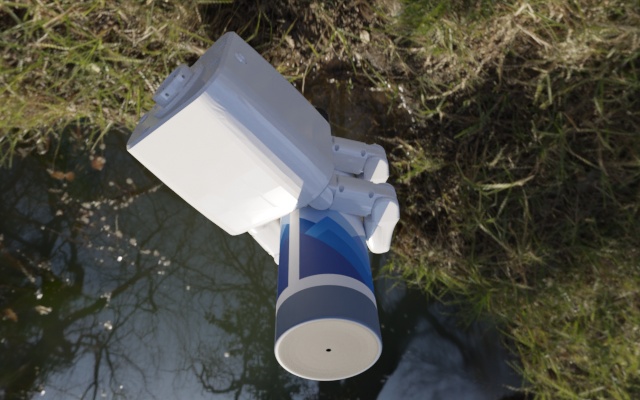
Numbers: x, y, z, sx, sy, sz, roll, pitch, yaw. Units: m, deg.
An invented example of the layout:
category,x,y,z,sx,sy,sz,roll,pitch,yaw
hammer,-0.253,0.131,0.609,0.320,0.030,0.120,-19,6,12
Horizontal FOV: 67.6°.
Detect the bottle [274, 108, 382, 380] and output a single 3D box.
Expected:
category,x,y,z,sx,sy,sz,roll,pitch,yaw
bottle,0.000,0.002,0.407,0.069,0.069,0.295,0,38,-2
